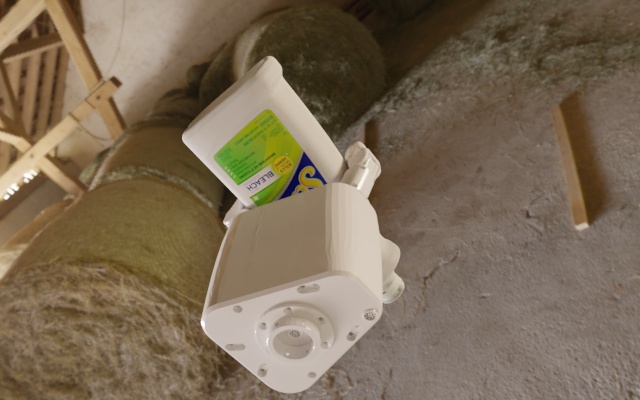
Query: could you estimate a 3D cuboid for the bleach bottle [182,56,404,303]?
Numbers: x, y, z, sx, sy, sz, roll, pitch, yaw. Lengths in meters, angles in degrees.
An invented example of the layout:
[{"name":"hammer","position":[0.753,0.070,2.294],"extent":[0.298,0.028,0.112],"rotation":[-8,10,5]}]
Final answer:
[{"name":"bleach bottle","position":[0.000,0.001,0.433],"extent":[0.102,0.251,0.068],"rotation":[-35,22,19]}]
